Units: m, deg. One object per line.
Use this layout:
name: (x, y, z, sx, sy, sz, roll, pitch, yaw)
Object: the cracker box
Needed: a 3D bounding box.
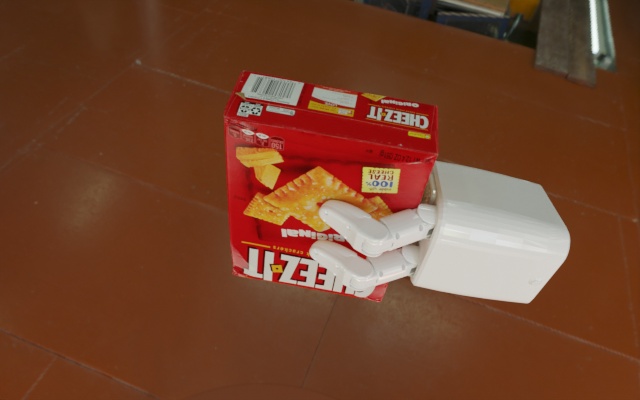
cracker box: (0.000, 0.001, 0.441, 0.164, 0.072, 0.214, 11, -43, 2)
